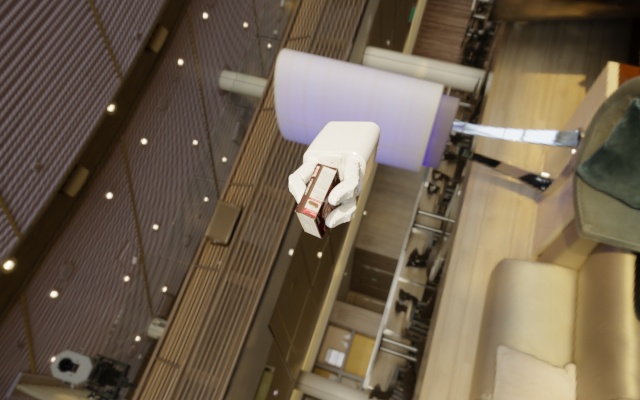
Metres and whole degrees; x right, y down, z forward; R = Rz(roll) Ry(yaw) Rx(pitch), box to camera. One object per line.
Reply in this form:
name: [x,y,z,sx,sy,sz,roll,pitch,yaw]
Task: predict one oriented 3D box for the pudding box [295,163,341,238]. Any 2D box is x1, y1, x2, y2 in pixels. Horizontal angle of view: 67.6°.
pudding box: [0.000,0.002,0.767,0.039,0.090,0.113,19,-16,15]
